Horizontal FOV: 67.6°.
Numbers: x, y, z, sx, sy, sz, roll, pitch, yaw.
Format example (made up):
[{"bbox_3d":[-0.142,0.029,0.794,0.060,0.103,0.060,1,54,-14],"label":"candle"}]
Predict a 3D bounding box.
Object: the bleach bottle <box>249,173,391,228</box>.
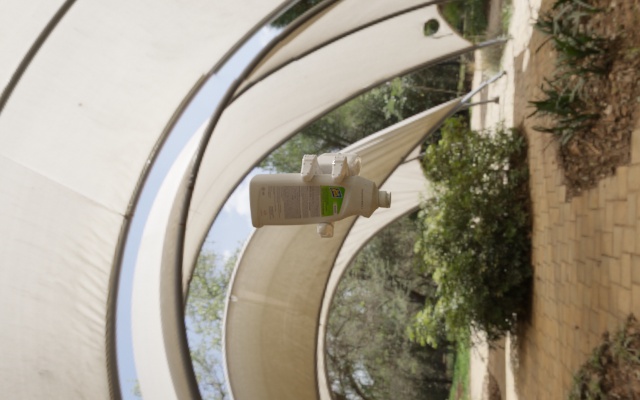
[{"bbox_3d":[0.000,0.003,0.860,0.251,0.102,0.068,2,18,12],"label":"bleach bottle"}]
